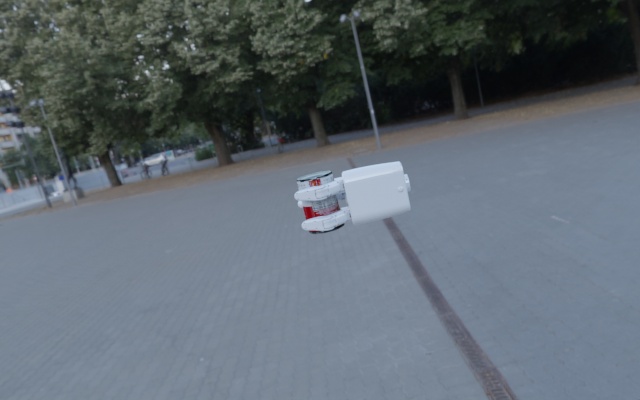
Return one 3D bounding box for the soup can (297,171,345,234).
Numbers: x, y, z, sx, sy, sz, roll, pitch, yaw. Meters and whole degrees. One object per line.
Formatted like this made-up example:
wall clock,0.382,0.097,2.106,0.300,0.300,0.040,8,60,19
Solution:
soup can,0.000,0.003,0.872,0.068,0.102,0.068,-13,10,2
